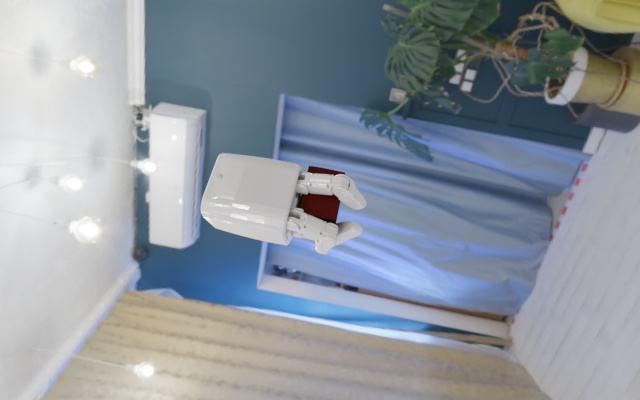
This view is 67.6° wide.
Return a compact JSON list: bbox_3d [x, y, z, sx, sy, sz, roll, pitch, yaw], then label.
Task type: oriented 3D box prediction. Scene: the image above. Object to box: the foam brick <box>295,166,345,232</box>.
[{"bbox_3d":[0.000,0.002,0.632,0.051,0.078,0.053,11,-31,3],"label":"foam brick"}]
